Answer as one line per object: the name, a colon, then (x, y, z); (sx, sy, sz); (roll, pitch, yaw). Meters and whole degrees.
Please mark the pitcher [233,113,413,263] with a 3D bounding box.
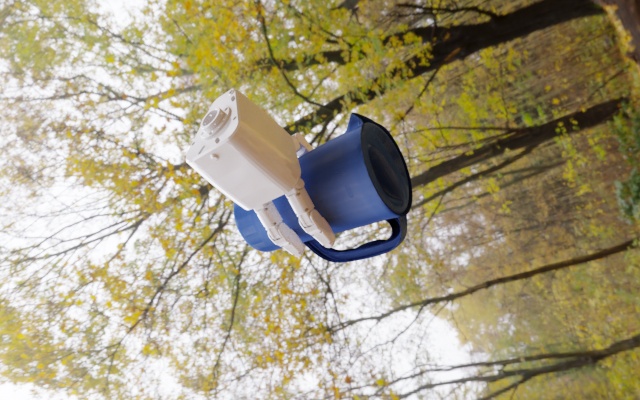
pitcher: (0.000, 0.002, 0.673); (0.243, 0.149, 0.145); (-22, -46, 31)
